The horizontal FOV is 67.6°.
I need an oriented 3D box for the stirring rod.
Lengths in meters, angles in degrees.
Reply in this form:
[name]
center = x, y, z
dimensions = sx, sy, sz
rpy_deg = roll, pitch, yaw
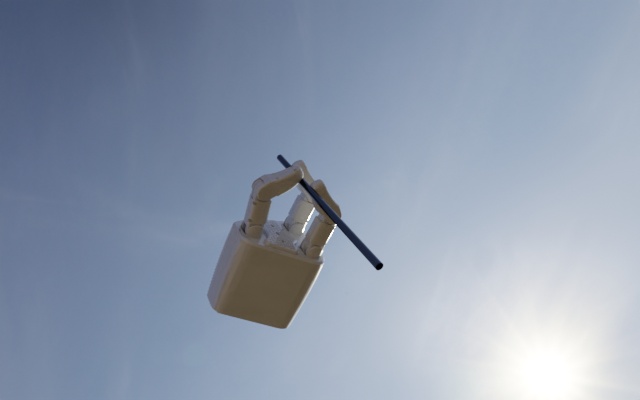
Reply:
[stirring rod]
center = 0.000, 0.002, 0.509
dimensions = 0.011, 0.011, 0.239
rpy_deg = 0, 28, -29
